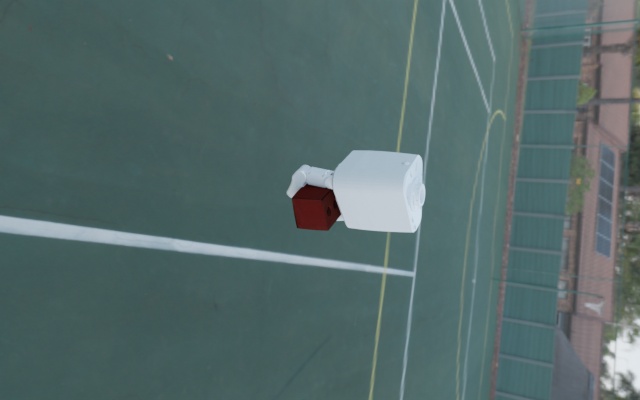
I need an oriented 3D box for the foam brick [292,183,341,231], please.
[{"bbox_3d":[0.000,0.003,0.709,0.051,0.053,0.078,5,32,26],"label":"foam brick"}]
